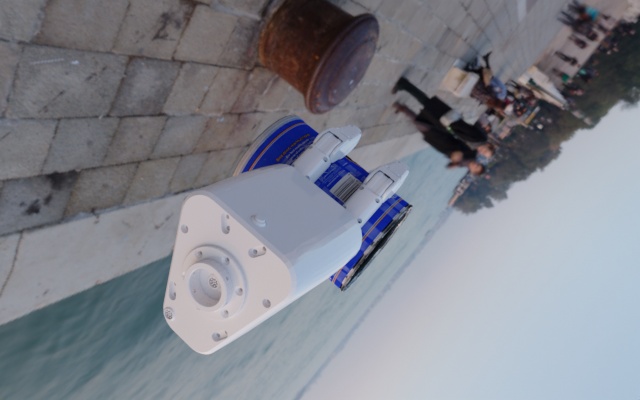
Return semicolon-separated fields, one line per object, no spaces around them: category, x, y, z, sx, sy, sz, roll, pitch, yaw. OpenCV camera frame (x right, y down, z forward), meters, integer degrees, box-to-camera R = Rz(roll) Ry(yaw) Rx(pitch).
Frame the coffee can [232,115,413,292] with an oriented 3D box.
coffee can;0.000;0.001;0.451;0.140;0.103;0.103;39;10;13
